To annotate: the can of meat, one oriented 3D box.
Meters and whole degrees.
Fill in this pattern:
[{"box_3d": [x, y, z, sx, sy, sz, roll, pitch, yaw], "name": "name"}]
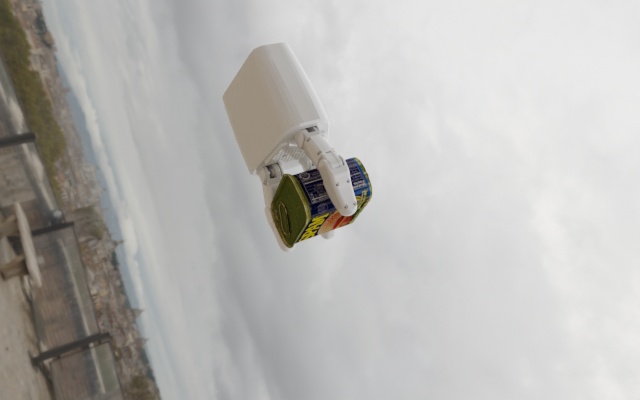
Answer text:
[{"box_3d": [0.000, 0.002, 0.522, 0.084, 0.057, 0.102, -18, -19, -24], "name": "can of meat"}]
